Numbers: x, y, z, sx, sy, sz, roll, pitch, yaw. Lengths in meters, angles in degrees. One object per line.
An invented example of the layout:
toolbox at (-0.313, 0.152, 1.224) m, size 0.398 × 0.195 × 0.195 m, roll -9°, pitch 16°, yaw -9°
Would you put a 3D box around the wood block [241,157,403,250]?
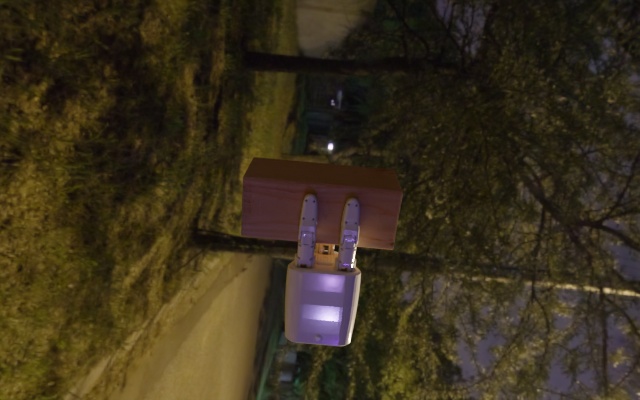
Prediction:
wood block at (0.000, 0.002, 0.668) m, size 0.206 × 0.090 × 0.090 m, roll 5°, pitch 22°, yaw -1°
